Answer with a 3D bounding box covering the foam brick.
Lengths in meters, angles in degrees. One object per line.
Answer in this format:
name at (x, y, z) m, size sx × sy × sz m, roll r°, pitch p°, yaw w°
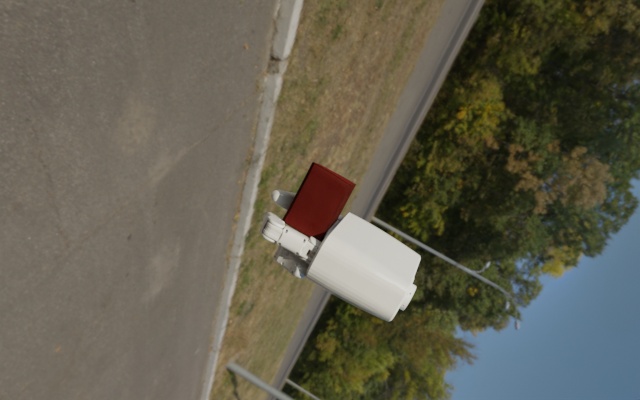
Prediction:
foam brick at (0.000, 0.002, 0.560) m, size 0.051 × 0.078 × 0.053 m, roll 29°, pitch 8°, yaw 10°
